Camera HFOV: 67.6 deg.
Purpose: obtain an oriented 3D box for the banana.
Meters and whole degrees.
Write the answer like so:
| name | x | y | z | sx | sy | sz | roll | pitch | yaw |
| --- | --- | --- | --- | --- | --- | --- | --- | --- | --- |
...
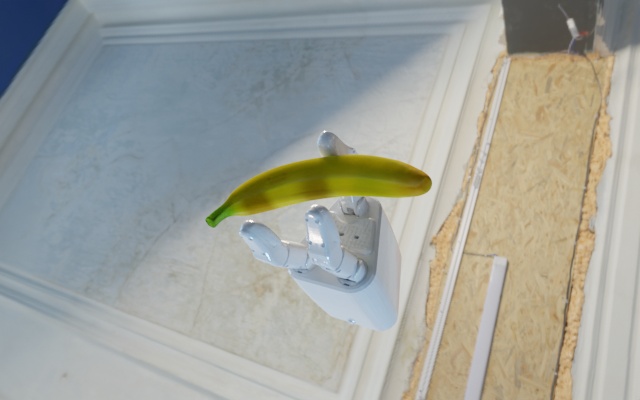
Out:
| name | x | y | z | sx | sy | sz | roll | pitch | yaw |
| --- | --- | --- | --- | --- | --- | --- | --- | --- | --- |
| banana | -0.001 | -0.011 | 0.423 | 0.198 | 0.037 | 0.069 | -11 | 41 | 17 |
